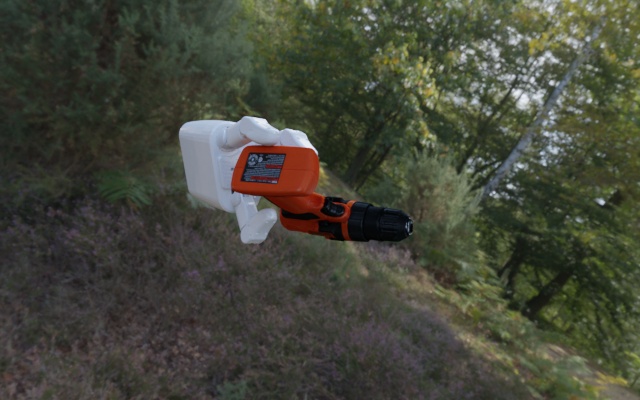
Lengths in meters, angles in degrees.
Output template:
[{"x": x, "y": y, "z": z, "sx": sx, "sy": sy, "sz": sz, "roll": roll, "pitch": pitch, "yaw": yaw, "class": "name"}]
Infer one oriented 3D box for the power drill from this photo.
[{"x": 0.000, "y": 0.002, "z": 0.562, "sx": 0.184, "sy": 0.057, "sz": 0.188, "roll": 3, "pitch": -21, "yaw": 29, "class": "power drill"}]
